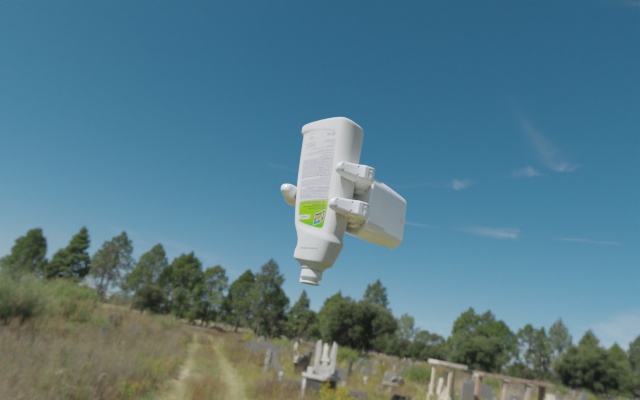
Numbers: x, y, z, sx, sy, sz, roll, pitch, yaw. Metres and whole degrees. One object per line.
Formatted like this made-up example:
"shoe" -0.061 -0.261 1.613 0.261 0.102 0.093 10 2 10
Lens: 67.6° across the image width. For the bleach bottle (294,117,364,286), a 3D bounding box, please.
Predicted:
"bleach bottle" 0.000 0.002 0.727 0.102 0.250 0.068 -6 -23 43
